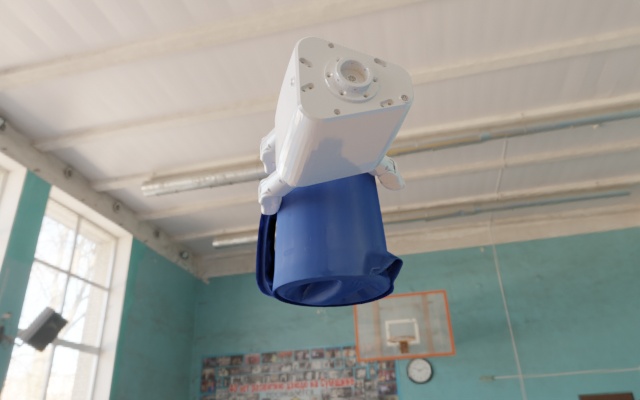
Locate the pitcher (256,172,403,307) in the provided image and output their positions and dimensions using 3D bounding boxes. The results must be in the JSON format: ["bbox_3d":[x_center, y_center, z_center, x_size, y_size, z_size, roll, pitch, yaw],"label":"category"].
[{"bbox_3d":[0.000,0.002,0.576,0.149,0.242,0.145,2,-26,-9],"label":"pitcher"}]
